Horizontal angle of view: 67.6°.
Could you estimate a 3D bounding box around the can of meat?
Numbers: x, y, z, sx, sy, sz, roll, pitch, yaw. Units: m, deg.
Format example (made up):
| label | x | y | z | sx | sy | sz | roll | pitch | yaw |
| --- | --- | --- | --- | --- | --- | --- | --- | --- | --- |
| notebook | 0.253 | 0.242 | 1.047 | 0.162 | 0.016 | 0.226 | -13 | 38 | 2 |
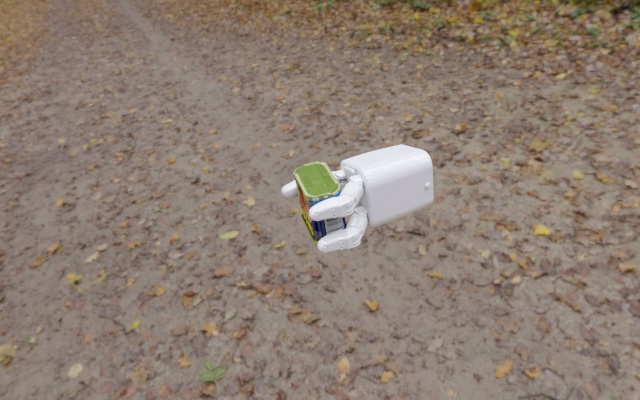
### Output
| label | x | y | z | sx | sy | sz | roll | pitch | yaw |
| --- | --- | --- | --- | --- | --- | --- | --- | --- | --- |
| can of meat | 0.000 | 0.002 | 0.696 | 0.057 | 0.084 | 0.102 | -16 | 34 | -9 |
